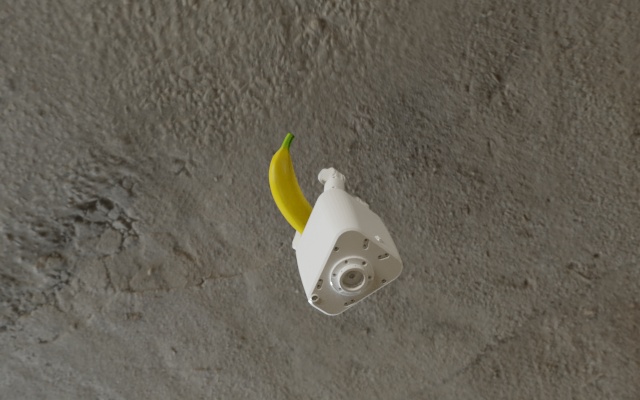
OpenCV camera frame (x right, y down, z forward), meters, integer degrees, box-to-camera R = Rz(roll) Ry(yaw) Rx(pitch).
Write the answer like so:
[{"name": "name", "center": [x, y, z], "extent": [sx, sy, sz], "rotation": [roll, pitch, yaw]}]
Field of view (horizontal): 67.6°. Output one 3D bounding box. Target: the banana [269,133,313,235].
[{"name": "banana", "center": [-0.017, 0.009, 0.657], "extent": [0.069, 0.198, 0.037], "rotation": [-32, 20, -5]}]
